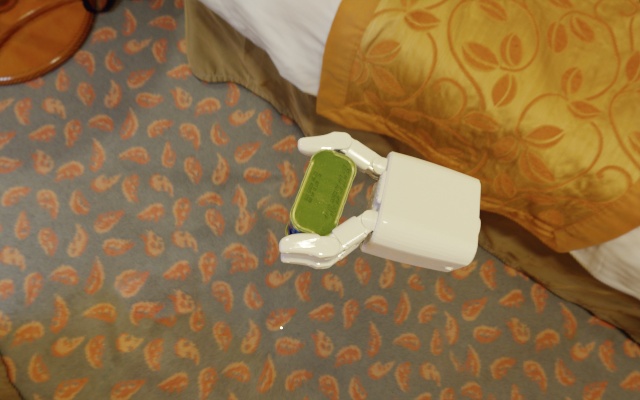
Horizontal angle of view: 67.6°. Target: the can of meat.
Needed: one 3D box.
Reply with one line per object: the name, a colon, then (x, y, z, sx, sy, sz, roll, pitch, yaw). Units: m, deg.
can of meat: (0.000, 0.002, 0.538, 0.057, 0.102, 0.084, 20, -16, 0)
